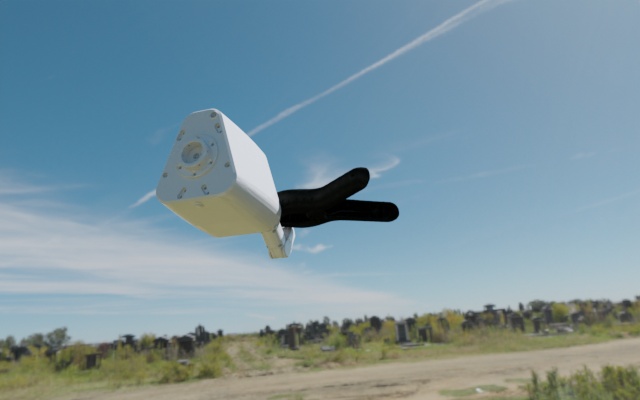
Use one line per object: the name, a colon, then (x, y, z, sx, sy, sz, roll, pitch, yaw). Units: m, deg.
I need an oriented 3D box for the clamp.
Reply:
clamp: (0.000, 0.001, 0.564, 0.171, 0.039, 0.120, -8, -32, 14)
